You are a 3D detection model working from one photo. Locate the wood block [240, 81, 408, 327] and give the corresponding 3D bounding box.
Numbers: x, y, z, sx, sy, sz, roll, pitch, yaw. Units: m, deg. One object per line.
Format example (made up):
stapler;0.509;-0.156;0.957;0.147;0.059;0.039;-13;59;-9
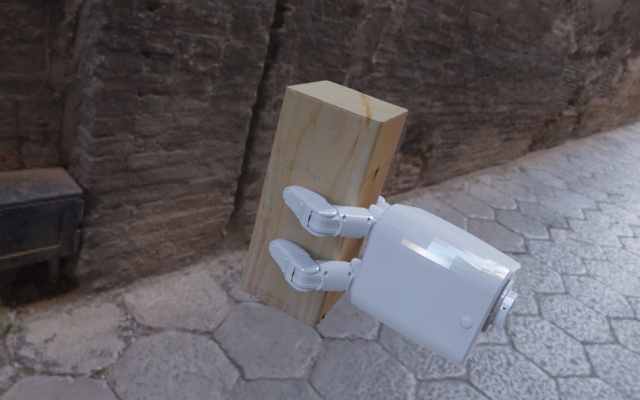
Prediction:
wood block;0.001;0.001;0.459;0.090;0.206;0.090;24;25;17
